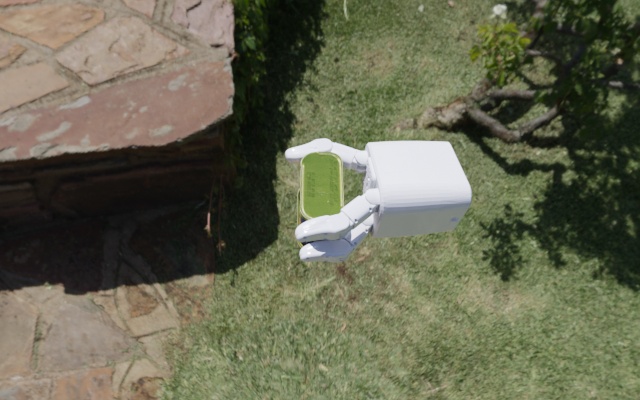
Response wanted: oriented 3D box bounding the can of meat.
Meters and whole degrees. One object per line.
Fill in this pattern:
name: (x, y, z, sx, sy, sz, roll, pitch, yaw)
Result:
can of meat: (0.000, 0.002, 0.589, 0.057, 0.102, 0.084, 1, -29, -3)
